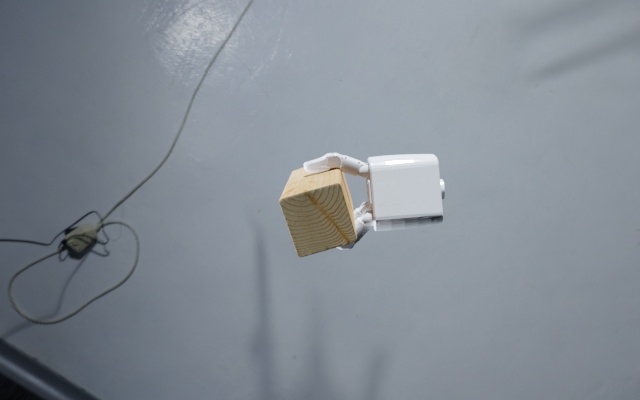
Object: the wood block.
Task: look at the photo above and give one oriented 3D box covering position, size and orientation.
[{"bbox_3d":[0.000,0.002,0.756,0.090,0.091,0.206,-16,13,6],"label":"wood block"}]
